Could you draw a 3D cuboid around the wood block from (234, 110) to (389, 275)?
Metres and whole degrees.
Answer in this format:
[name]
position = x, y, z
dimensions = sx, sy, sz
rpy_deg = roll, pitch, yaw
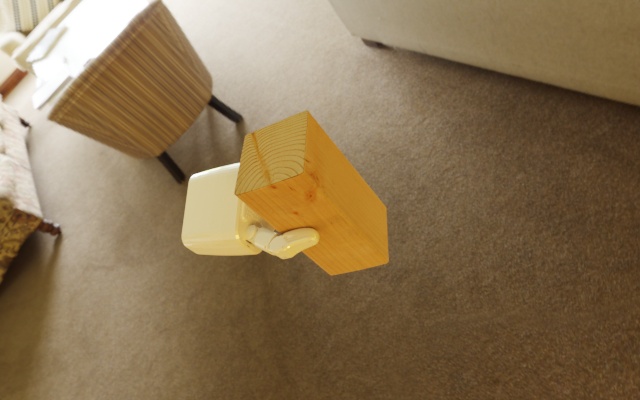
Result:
[wood block]
position = 0.000, 0.002, 0.581
dimensions = 0.090, 0.090, 0.206
rpy_deg = -17, -40, 26
